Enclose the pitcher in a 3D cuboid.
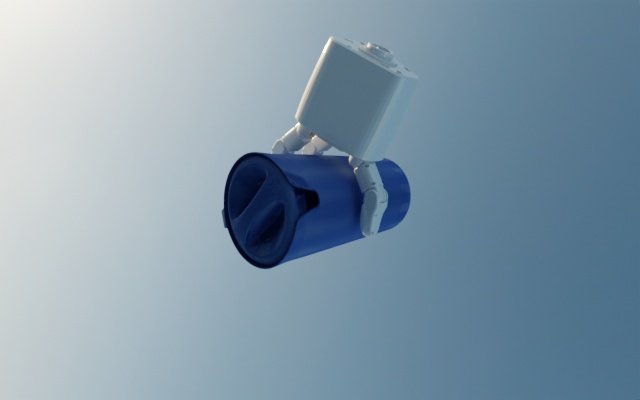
[{"bbox_3d":[0.000,0.002,0.627,0.243,0.145,0.149,-7,40,-45],"label":"pitcher"}]
